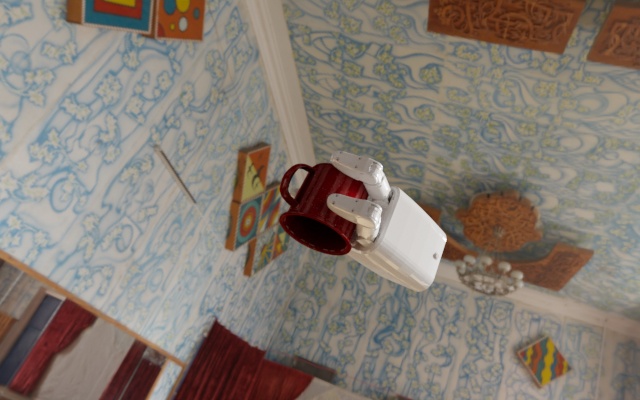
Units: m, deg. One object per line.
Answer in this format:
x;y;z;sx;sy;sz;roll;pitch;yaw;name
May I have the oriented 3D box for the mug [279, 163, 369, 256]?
-0.001;0.001;0.577;0.117;0.081;0.093;39;-29;-25;mug
